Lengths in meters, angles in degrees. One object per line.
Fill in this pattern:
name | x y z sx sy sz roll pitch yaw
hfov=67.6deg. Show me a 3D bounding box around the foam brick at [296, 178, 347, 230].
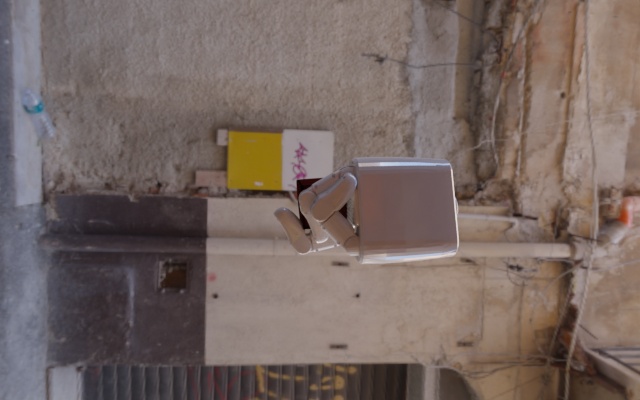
foam brick | 0.000 0.002 0.574 0.051 0.053 0.078 -5 8 -6
